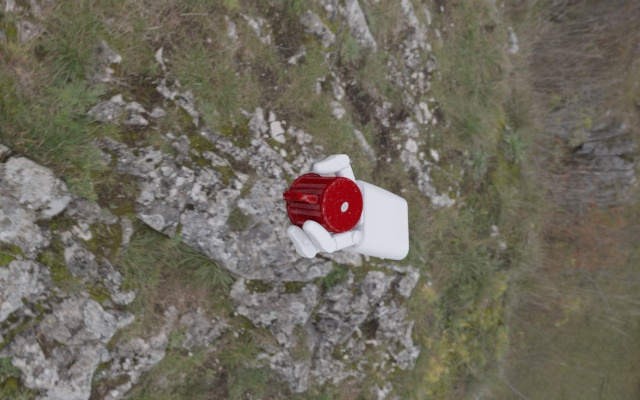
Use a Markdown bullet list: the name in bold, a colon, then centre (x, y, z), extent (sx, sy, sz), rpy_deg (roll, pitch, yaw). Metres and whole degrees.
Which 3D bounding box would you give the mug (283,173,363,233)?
- **mug**: centre (-0.001, 0.002, 0.702), extent (0.117, 0.093, 0.081), rpy_deg (16, -8, -38)
